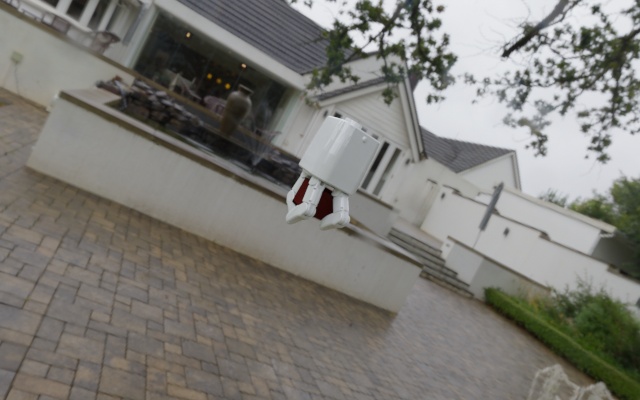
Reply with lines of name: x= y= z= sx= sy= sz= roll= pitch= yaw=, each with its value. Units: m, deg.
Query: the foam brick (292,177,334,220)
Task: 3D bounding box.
foam brick: x=0.000 y=0.003 z=0.855 sx=0.078 sy=0.051 sz=0.053 roll=26 pitch=8 yaw=-39
